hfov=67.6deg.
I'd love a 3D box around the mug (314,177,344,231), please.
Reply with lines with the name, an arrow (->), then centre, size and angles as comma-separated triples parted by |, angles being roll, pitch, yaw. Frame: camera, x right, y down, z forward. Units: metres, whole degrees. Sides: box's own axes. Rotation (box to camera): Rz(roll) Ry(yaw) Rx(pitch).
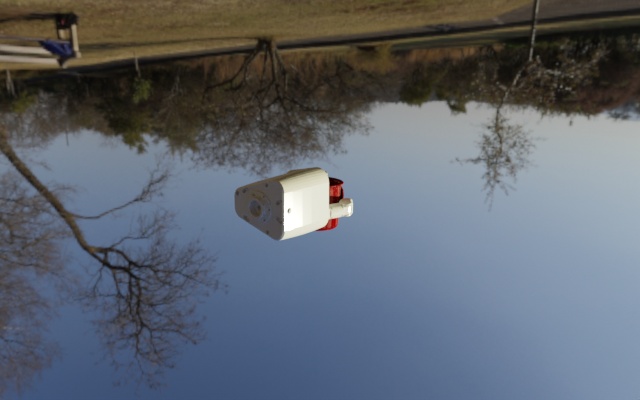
mug -> 0.001, 0.003, 0.853 | 0.093, 0.081, 0.117 | 14, 18, 38
